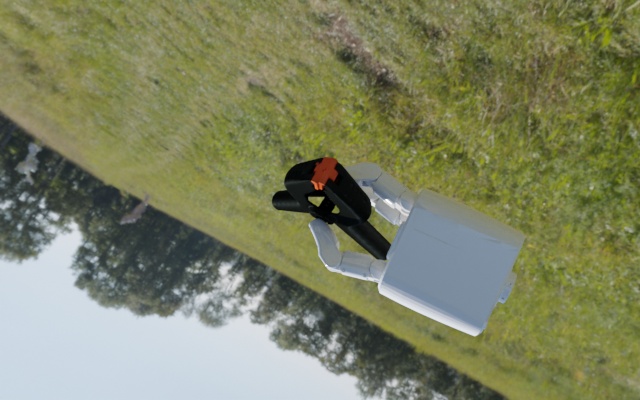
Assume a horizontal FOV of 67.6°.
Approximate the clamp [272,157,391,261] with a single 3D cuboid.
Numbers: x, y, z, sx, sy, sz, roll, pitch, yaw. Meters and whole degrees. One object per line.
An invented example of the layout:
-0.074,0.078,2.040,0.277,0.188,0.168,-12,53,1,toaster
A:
0.000,0.002,0.519,0.164,0.036,0.210,23,-15,17,clamp
